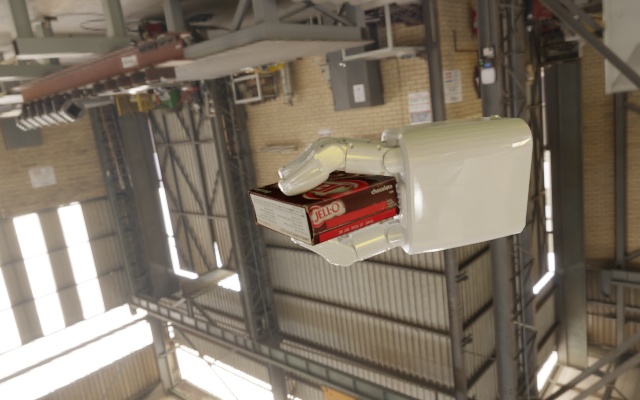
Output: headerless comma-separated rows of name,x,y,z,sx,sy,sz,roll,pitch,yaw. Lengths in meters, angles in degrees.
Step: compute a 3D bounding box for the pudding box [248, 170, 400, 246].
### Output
pudding box,0.000,0.002,0.423,0.090,0.039,0.113,-16,13,-29
